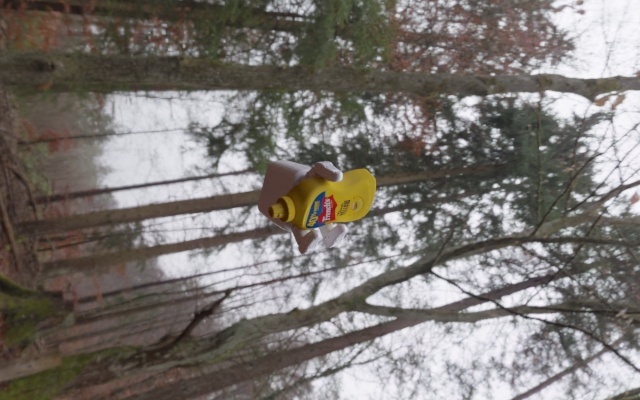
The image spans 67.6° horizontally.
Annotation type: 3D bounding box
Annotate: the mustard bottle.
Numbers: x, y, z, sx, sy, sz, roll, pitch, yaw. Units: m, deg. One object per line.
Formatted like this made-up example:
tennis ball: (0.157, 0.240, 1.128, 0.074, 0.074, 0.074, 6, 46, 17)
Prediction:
mustard bottle: (0.001, 0.003, 0.801, 0.191, 0.096, 0.058, -11, 45, -33)
